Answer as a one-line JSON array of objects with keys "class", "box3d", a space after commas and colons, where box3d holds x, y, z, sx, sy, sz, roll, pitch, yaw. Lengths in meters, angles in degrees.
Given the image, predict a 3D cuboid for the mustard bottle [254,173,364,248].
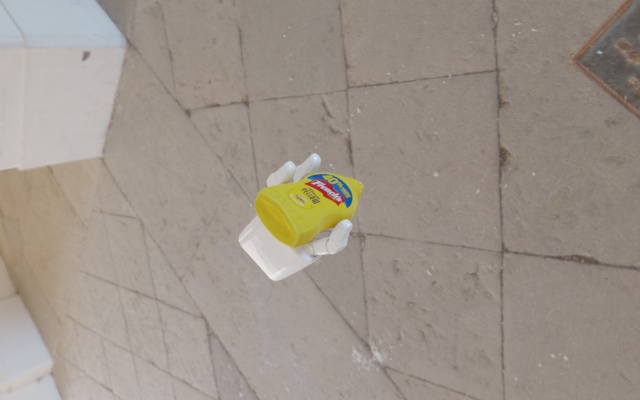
[{"class": "mustard bottle", "box3d": [0.000, 0.002, 0.725, 0.191, 0.058, 0.096, -21, 55, -44]}]
